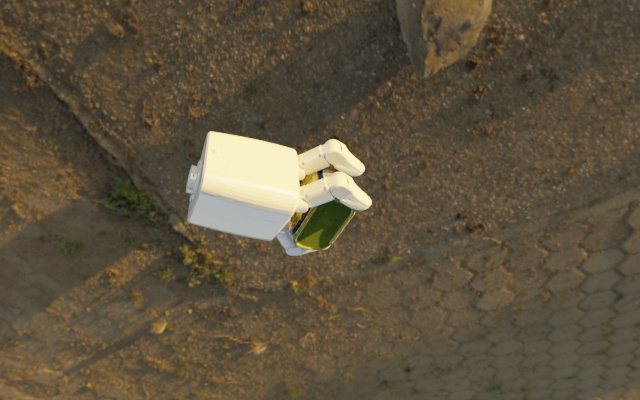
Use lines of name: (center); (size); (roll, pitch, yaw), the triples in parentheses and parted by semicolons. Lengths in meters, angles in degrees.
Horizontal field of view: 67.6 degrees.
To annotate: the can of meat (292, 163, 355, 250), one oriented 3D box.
can of meat: (0.000, 0.002, 0.605); (0.057, 0.083, 0.102); (15, -48, -21)
